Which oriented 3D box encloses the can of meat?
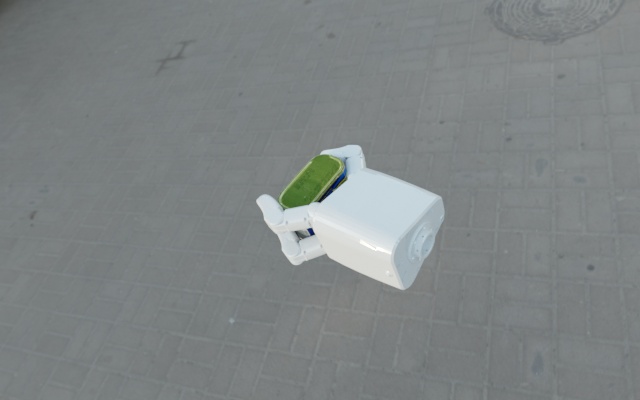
[{"bbox_3d":[0.000,0.002,0.619,0.057,0.102,0.084,25,-24,35],"label":"can of meat"}]
